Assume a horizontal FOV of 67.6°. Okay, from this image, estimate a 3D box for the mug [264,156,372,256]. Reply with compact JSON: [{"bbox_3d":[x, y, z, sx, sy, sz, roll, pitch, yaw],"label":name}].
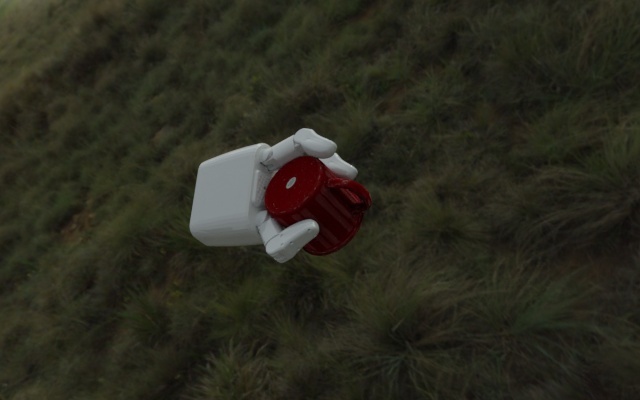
[{"bbox_3d":[0.001,0.002,0.535,0.117,0.093,0.081,-10,-39,36],"label":"mug"}]
